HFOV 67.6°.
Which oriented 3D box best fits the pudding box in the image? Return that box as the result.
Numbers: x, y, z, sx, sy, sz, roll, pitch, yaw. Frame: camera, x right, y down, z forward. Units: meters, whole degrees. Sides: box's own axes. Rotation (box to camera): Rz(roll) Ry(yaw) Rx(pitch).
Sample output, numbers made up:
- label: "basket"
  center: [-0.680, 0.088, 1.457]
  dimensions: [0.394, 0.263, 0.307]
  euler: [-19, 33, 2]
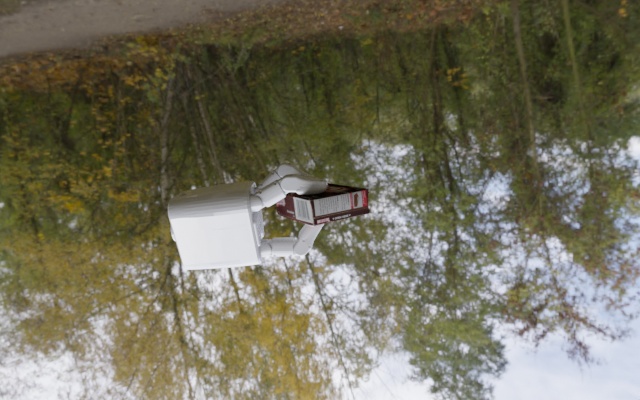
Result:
- label: "pudding box"
  center: [0.000, 0.002, 0.658]
  dimensions: [0.090, 0.039, 0.113]
  euler: [-12, 14, -28]
